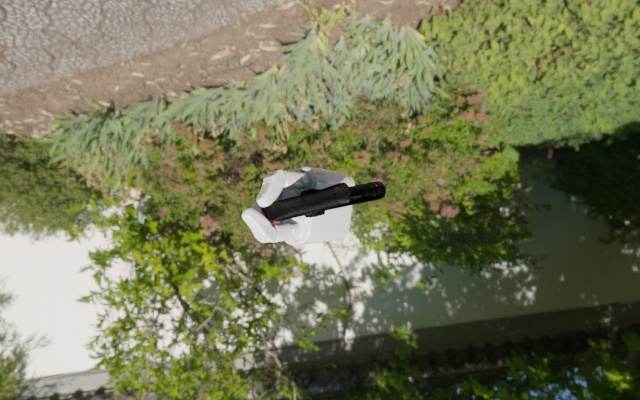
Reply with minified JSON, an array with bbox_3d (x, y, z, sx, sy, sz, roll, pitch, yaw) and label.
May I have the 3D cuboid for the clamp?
[{"bbox_3d":[0.000,0.003,0.635,0.171,0.039,0.120,-11,-8,39],"label":"clamp"}]
